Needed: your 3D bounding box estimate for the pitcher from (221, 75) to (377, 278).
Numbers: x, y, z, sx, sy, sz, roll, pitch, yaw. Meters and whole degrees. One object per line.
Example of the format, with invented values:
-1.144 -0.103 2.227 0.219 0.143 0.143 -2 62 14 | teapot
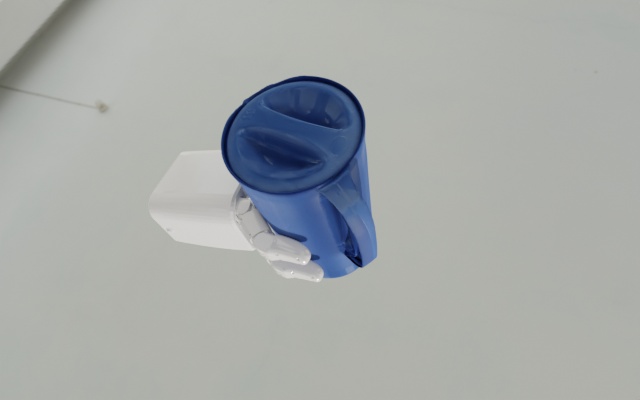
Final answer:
0.000 0.002 0.518 0.145 0.149 0.243 3 -29 14 | pitcher
